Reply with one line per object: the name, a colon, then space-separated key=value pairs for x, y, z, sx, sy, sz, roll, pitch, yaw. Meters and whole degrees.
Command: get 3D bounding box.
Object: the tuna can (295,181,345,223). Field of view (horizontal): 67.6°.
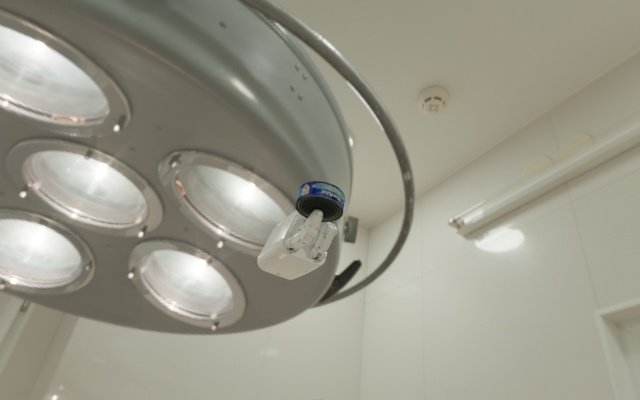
tuna can: x=0.000 y=0.002 z=0.840 sx=0.086 sy=0.033 sz=0.086 roll=8 pitch=-32 yaw=5
